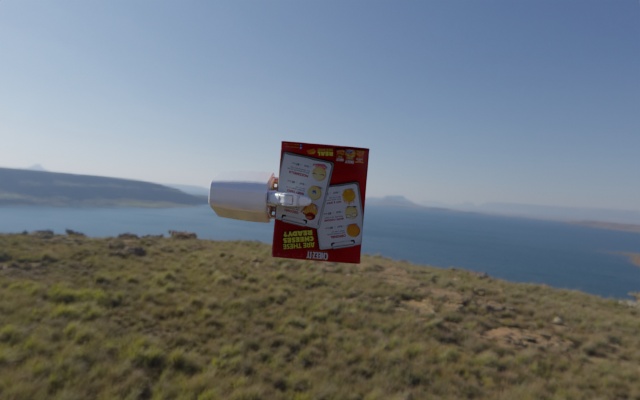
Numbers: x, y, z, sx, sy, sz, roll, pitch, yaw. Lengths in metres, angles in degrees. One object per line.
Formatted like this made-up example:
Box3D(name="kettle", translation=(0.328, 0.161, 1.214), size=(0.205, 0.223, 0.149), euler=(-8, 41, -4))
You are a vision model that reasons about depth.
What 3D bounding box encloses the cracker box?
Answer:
Box3D(name="cracker box", translation=(0.000, 0.003, 0.896), size=(0.164, 0.213, 0.072), euler=(5, 1, 1))
